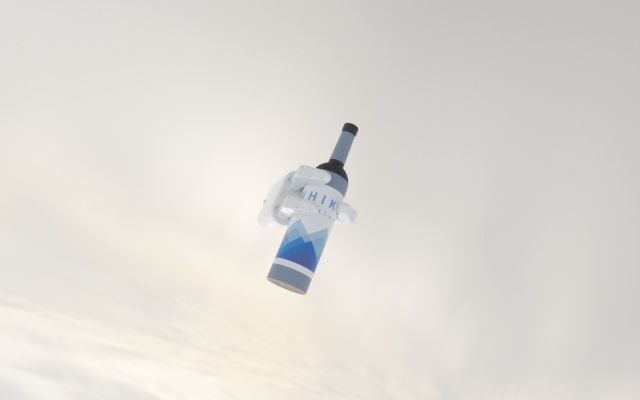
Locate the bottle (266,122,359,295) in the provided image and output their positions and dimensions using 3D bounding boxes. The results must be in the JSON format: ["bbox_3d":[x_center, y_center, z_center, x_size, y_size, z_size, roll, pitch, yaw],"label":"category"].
[{"bbox_3d":[0.000,0.003,0.774,0.069,0.295,0.069,20,-18,7],"label":"bottle"}]
